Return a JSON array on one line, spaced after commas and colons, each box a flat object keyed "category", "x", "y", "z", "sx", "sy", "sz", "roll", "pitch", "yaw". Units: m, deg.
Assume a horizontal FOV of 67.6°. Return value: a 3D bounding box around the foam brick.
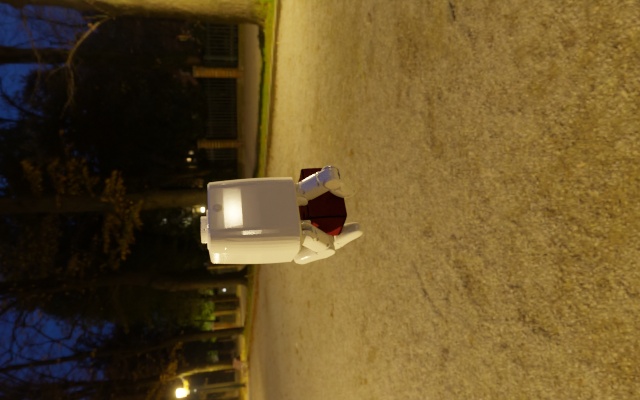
[{"category": "foam brick", "x": 0.000, "y": 0.002, "z": 0.628, "sx": 0.051, "sy": 0.078, "sz": 0.053, "roll": -2, "pitch": -33, "yaw": -11}]
